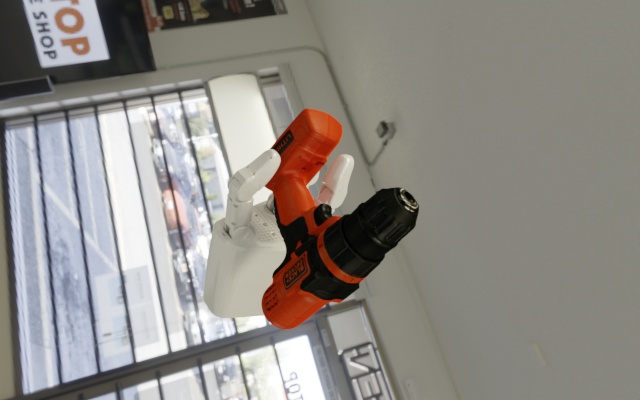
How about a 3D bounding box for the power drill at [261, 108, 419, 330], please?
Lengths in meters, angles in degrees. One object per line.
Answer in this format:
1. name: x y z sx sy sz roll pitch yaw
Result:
1. power drill: 0.000 0.001 0.445 0.057 0.187 0.184 23 -51 -33
